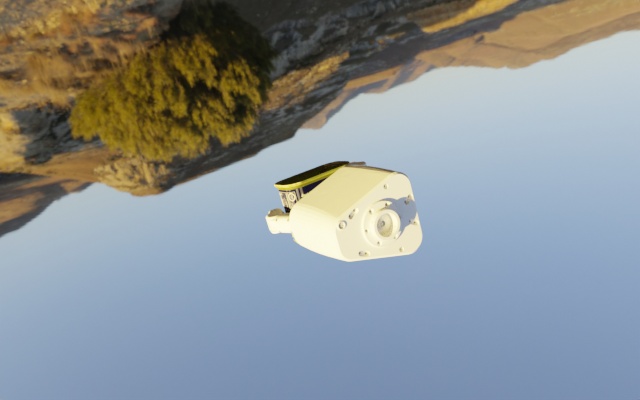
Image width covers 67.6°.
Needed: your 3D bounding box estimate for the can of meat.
[{"bbox_3d":[0.000,0.002,0.637,0.102,0.084,0.057,-23,15,-27],"label":"can of meat"}]
